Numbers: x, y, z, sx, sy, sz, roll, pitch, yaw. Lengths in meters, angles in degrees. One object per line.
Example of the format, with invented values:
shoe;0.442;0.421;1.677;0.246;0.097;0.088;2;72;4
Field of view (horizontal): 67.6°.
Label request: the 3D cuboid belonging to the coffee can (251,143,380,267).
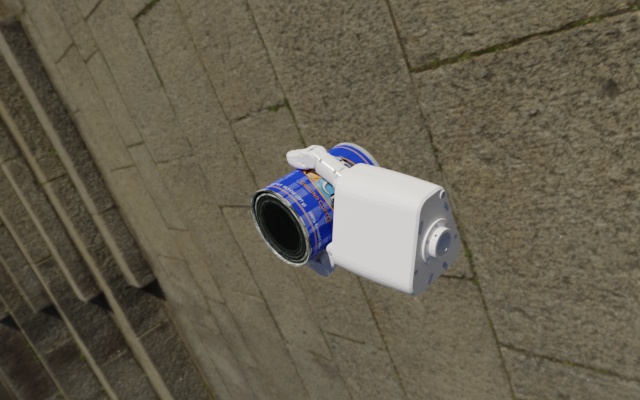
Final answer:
coffee can;0.000;0.002;0.593;0.140;0.103;0.103;-33;20;-34
